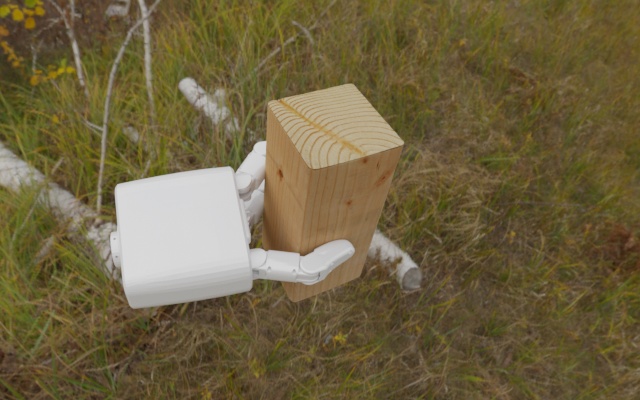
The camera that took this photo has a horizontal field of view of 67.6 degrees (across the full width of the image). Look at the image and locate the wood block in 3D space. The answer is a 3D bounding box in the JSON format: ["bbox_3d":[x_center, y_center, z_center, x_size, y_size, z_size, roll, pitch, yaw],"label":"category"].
[{"bbox_3d":[0.000,0.002,0.479,0.090,0.090,0.206,-17,-36,-22],"label":"wood block"}]
